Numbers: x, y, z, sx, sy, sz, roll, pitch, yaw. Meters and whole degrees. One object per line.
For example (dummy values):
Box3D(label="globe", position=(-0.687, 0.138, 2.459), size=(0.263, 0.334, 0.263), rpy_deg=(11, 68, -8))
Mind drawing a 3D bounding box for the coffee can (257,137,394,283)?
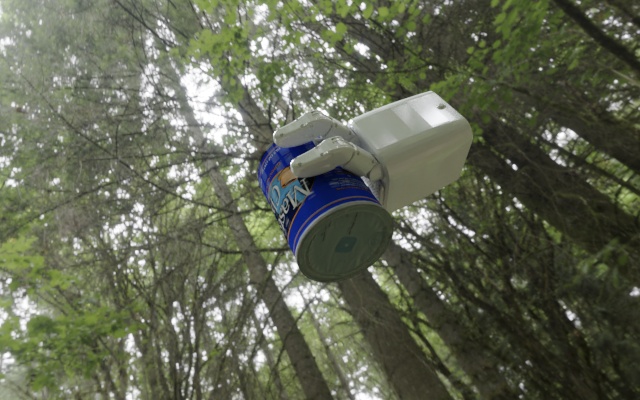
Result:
Box3D(label="coffee can", position=(0.000, 0.002, 0.510), size=(0.103, 0.103, 0.140), rpy_deg=(0, 38, -28))
